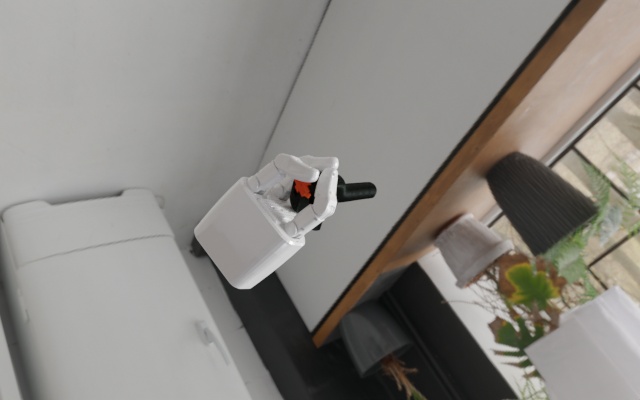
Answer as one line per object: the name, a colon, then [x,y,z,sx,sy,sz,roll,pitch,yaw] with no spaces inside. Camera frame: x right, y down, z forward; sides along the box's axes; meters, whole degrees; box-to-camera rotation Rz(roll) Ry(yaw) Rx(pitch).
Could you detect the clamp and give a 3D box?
clamp: [0.000,0.003,0.674,0.120,0.039,0.171,-41,-27,19]
